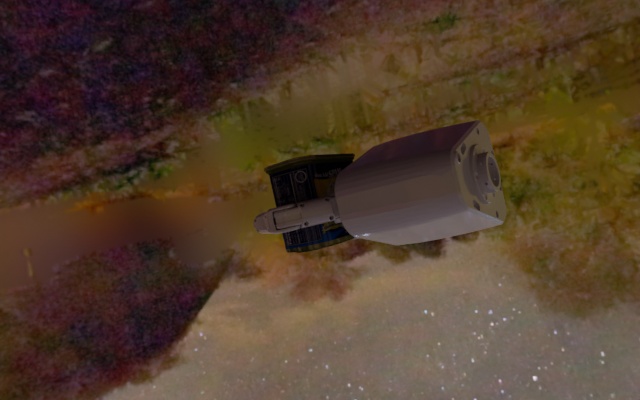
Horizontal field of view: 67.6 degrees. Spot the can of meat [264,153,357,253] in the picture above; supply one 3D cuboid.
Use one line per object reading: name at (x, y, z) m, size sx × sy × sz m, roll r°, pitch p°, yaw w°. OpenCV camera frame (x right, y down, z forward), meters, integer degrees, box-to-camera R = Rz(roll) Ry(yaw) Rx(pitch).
can of meat at (0.000, 0.002, 0.468) m, size 0.057 × 0.084 × 0.102 m, roll -14°, pitch -2°, yaw 34°
